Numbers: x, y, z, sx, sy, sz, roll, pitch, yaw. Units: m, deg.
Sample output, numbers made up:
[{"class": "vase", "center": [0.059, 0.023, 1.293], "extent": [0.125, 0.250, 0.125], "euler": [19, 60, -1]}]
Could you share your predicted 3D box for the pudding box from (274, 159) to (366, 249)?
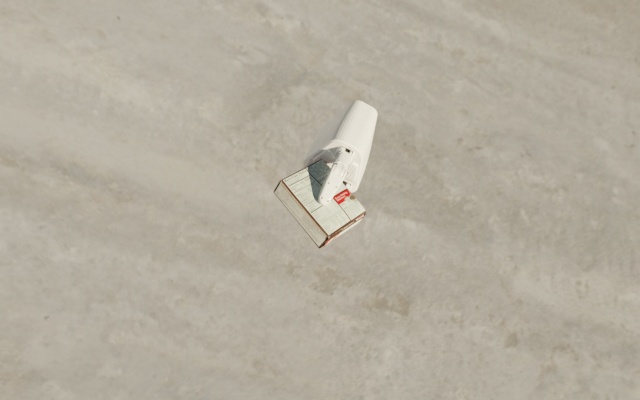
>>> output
[{"class": "pudding box", "center": [0.000, 0.002, 0.707], "extent": [0.090, 0.113, 0.039], "euler": [-31, -16, -37]}]
